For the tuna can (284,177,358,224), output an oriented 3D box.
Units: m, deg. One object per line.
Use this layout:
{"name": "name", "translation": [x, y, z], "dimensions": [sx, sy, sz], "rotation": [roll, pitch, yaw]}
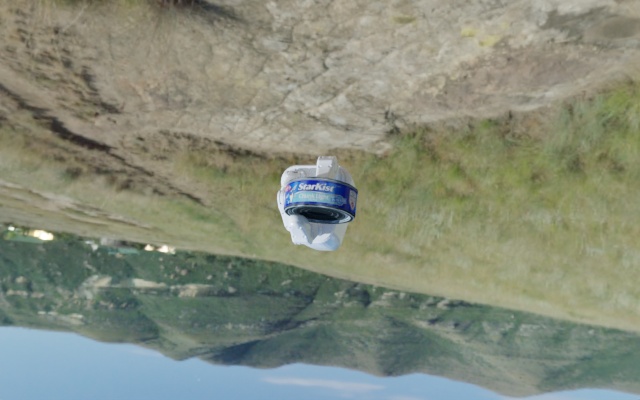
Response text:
{"name": "tuna can", "translation": [0.000, 0.002, 0.560], "dimensions": [0.086, 0.033, 0.086], "rotation": [6, -15, 2]}
